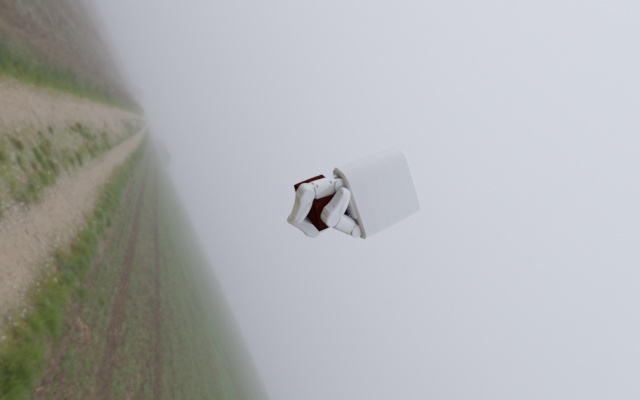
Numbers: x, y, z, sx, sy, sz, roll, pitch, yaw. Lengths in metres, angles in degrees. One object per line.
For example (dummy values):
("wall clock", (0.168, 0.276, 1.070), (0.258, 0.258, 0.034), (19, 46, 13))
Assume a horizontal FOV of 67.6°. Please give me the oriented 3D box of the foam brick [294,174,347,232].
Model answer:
("foam brick", (0.000, 0.002, 0.746), (0.051, 0.053, 0.078), (-24, 33, -14))
